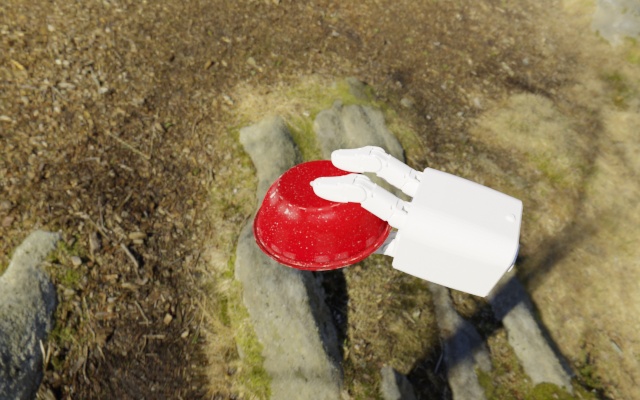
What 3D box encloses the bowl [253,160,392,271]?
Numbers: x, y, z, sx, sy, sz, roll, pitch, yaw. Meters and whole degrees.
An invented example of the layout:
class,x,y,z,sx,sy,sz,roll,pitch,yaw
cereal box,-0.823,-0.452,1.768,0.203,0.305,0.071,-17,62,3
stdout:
class,x,y,z,sx,sy,sz,roll,pitch,yaw
bowl,-0.001,0.001,0.537,0.162,0.055,0.162,-4,38,3
